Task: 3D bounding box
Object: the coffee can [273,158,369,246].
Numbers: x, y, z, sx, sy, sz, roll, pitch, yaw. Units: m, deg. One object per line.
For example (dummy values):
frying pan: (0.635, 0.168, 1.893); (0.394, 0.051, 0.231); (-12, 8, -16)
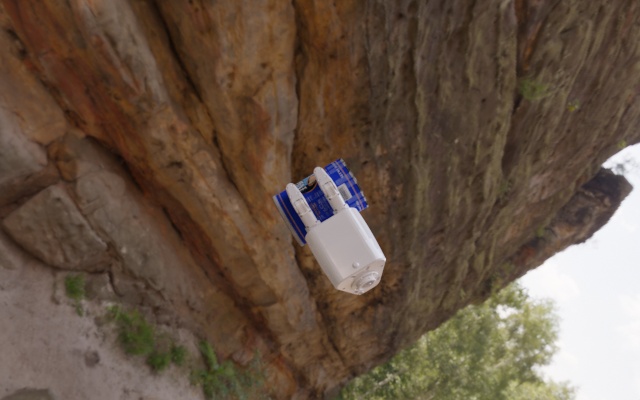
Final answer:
coffee can: (0.000, 0.003, 0.852); (0.140, 0.103, 0.103); (-31, 1, -1)
